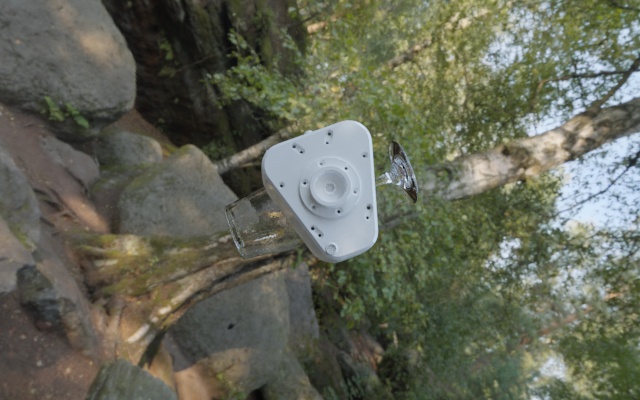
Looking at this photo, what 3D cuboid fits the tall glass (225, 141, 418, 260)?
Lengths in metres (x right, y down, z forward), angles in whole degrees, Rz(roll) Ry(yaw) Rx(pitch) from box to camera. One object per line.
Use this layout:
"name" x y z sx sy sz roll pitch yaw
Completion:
"tall glass" 0.001 0.002 0.527 0.201 0.079 0.079 -20 1 -4
